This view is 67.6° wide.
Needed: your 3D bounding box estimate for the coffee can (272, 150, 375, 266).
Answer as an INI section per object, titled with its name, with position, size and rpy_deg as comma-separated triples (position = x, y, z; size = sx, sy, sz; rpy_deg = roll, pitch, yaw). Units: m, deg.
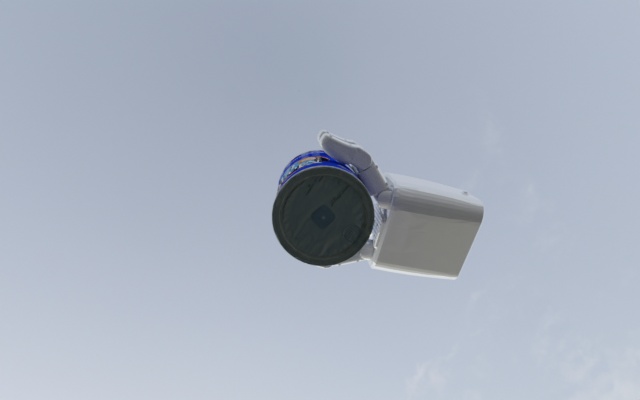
[coffee can]
position = 0.000, 0.002, 0.539
size = 0.103, 0.103, 0.140
rpy_deg = 0, 13, -2
